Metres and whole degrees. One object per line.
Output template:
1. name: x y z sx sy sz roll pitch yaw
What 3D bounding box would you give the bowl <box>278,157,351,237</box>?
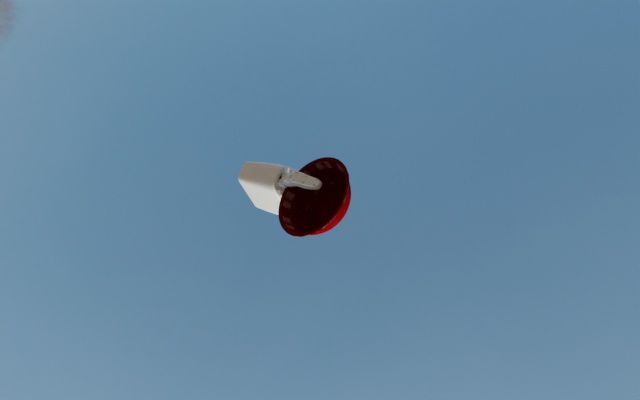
1. bowl: 0.001 0.003 0.874 0.162 0.162 0.055 0 -27 44
